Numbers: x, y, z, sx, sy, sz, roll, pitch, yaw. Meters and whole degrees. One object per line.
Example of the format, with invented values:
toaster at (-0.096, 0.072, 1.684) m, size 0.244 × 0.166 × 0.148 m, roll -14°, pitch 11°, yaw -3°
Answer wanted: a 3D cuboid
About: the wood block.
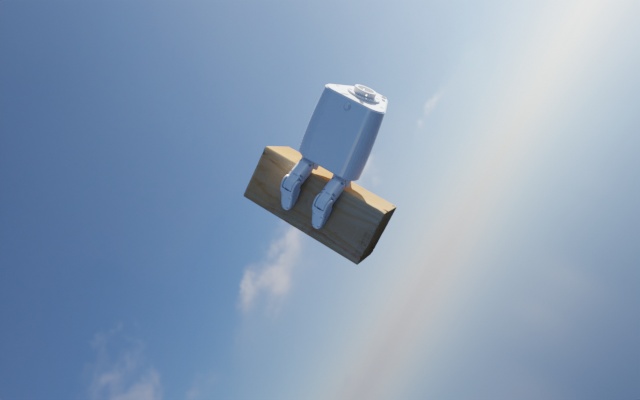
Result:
wood block at (0.000, 0.002, 0.740) m, size 0.206 × 0.090 × 0.091 m, roll 30°, pitch 15°, yaw 15°
